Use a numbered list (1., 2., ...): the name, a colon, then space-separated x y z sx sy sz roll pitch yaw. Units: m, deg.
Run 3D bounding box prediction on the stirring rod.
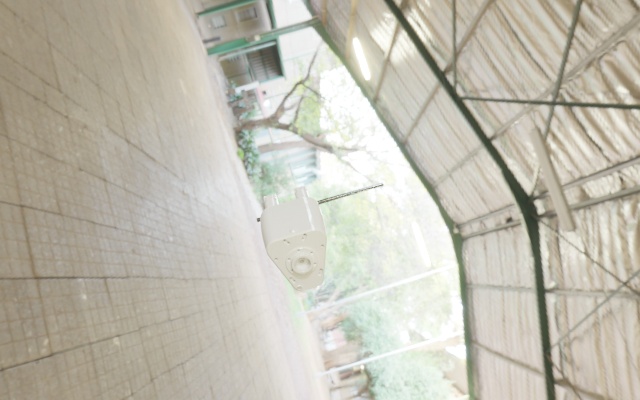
1. stirring rod: 0.000 0.003 0.871 0.239 0.011 0.011 -16 1 -2
